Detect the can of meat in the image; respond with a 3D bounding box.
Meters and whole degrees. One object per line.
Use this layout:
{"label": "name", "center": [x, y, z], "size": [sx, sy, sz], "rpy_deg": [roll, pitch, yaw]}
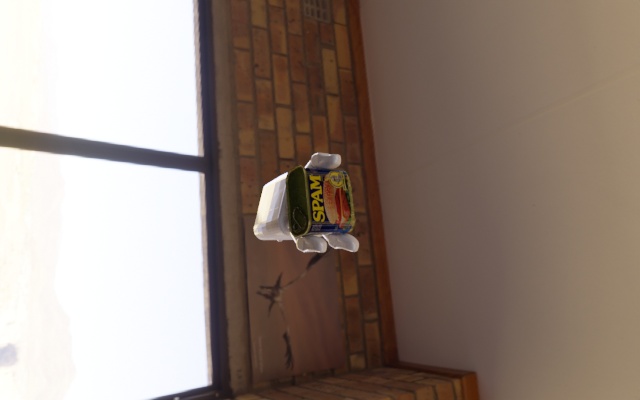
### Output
{"label": "can of meat", "center": [0.000, 0.002, 0.711], "size": [0.084, 0.102, 0.057], "rpy_deg": [2, -14, -33]}
